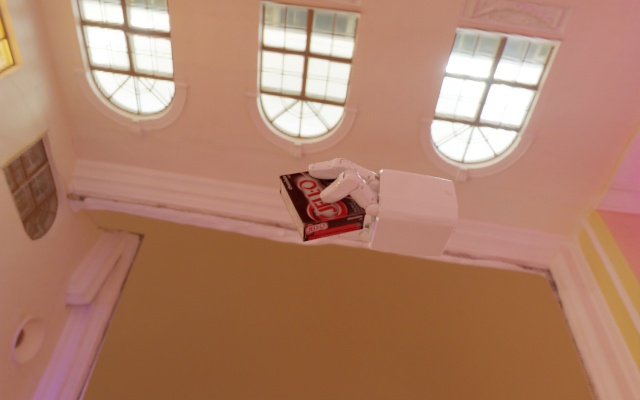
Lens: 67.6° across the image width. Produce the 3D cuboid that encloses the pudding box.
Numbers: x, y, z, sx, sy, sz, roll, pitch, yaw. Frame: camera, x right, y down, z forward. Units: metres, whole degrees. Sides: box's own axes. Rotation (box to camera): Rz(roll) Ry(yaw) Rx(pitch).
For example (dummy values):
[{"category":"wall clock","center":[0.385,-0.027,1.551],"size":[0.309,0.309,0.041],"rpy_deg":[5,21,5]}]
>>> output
[{"category":"pudding box","center":[0.000,0.002,0.671],"size":[0.090,0.039,0.113],"rpy_deg":[-10,39,-19]}]
